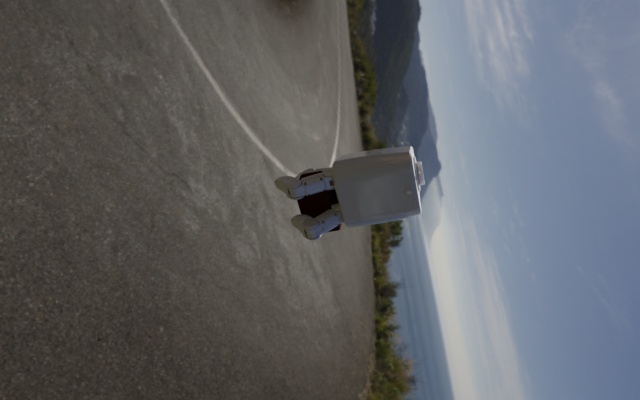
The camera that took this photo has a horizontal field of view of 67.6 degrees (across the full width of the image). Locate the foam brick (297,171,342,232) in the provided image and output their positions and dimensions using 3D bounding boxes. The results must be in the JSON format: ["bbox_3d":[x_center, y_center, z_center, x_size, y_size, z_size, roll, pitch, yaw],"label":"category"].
[{"bbox_3d":[0.000,0.003,0.699,0.051,0.078,0.053,-8,28,16],"label":"foam brick"}]
